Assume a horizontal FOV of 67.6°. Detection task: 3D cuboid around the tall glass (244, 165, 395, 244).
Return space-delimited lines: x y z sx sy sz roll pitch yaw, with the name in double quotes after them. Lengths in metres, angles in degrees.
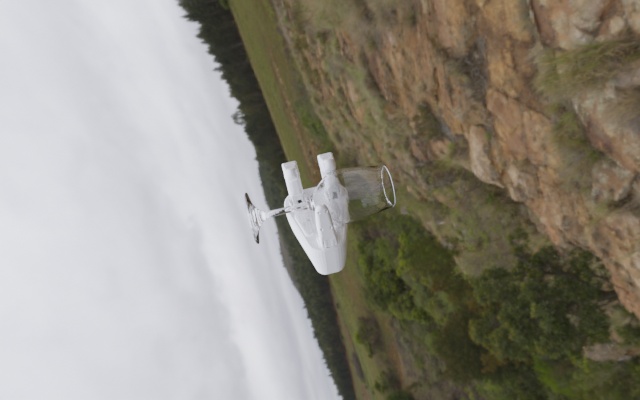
-0.001 0.002 0.673 0.201 0.079 0.079 -14 1 -2 "tall glass"
